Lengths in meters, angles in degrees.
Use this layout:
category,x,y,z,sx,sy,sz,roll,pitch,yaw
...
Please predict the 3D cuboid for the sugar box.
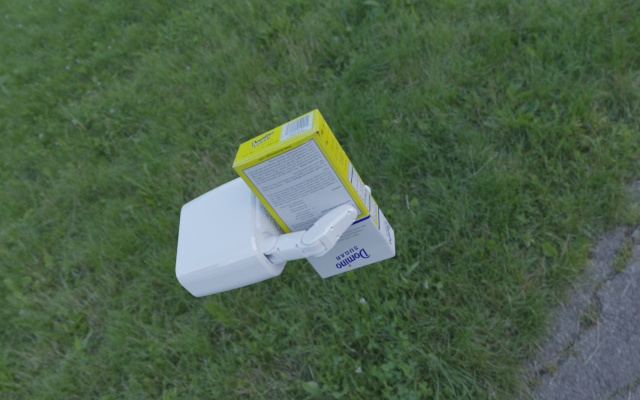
category,x,y,z,sx,sy,sz,roll,pitch,yaw
sugar box,0.000,0.001,0.493,0.093,0.048,0.176,-20,-52,21
